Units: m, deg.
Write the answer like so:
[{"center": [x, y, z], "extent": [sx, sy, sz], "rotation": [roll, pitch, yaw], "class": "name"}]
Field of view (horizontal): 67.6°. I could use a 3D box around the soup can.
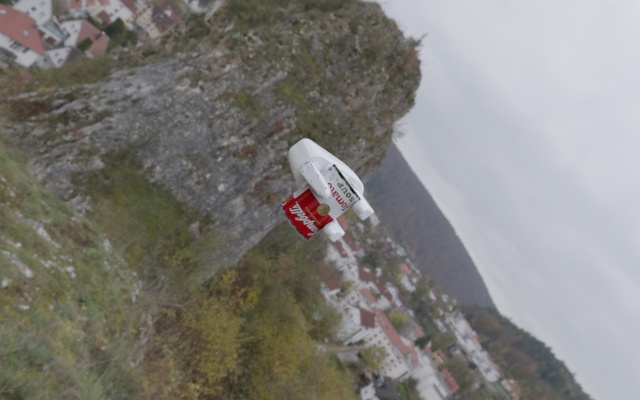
[{"center": [0.000, 0.002, 0.704], "extent": [0.102, 0.068, 0.068], "rotation": [-37, -4, 5], "class": "soup can"}]
